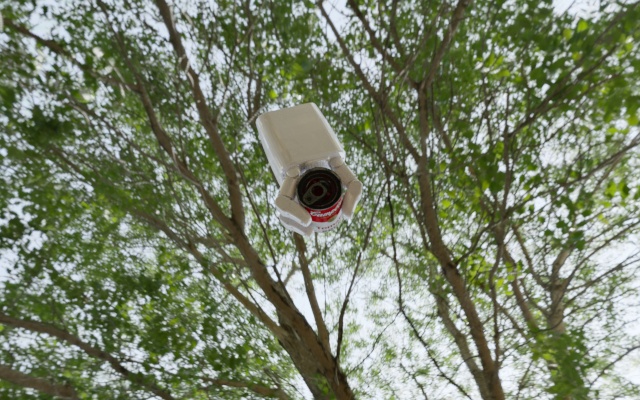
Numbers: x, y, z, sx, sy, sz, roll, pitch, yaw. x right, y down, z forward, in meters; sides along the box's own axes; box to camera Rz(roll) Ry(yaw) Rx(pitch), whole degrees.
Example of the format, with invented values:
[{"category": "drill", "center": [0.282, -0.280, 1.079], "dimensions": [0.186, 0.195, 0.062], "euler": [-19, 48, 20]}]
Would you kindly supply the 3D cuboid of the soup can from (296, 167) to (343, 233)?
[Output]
[{"category": "soup can", "center": [0.000, 0.003, 0.725], "dimensions": [0.068, 0.068, 0.102], "euler": [0, -24, 3]}]
